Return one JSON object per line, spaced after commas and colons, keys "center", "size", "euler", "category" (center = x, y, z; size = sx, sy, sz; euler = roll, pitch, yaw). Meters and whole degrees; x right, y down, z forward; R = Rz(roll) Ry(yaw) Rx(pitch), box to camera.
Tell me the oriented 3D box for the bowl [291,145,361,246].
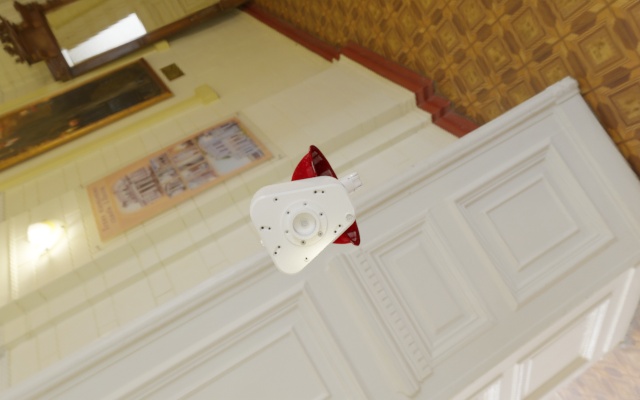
{"center": [0.000, 0.003, 0.701], "size": [0.055, 0.162, 0.162], "euler": [-25, -6, 12], "category": "bowl"}
